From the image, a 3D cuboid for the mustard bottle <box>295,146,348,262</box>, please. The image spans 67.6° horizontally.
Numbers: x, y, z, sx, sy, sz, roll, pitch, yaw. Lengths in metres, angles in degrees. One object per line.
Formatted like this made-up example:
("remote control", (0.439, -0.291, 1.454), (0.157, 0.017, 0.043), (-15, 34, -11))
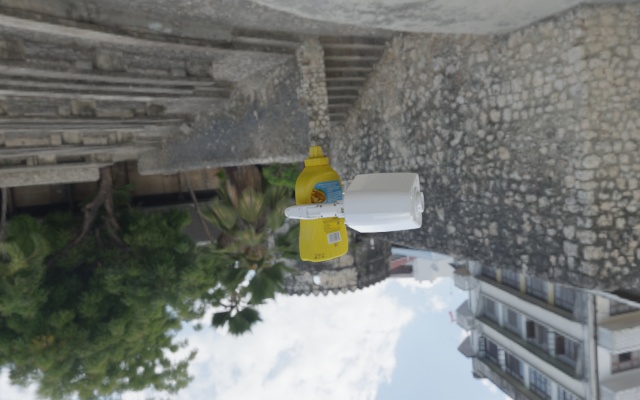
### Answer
("mustard bottle", (0.000, 0.003, 0.820), (0.058, 0.191, 0.096), (0, 7, 45))
